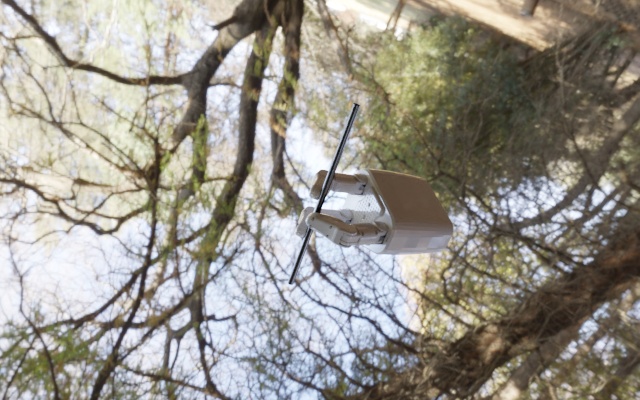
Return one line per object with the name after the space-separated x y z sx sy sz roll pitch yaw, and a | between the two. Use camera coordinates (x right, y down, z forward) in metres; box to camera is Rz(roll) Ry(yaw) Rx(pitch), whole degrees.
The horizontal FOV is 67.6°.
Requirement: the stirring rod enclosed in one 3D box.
0.000 0.002 0.551 0.011 0.240 0.011 17 25 -8 | stirring rod
